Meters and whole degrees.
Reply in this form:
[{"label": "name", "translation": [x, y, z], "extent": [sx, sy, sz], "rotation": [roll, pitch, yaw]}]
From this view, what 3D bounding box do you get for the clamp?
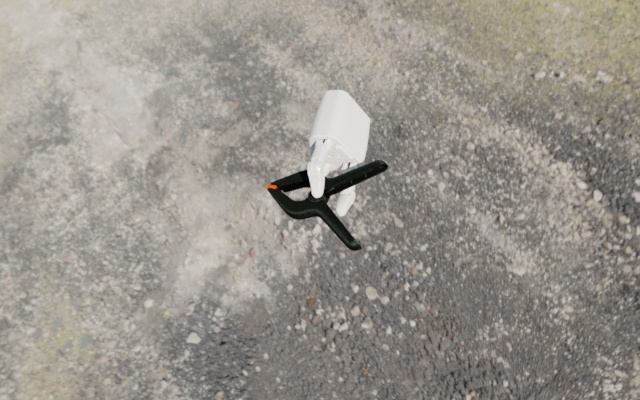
[{"label": "clamp", "translation": [-0.001, 0.002, 0.808], "extent": [0.210, 0.164, 0.036], "rotation": [2, -29, 23]}]
